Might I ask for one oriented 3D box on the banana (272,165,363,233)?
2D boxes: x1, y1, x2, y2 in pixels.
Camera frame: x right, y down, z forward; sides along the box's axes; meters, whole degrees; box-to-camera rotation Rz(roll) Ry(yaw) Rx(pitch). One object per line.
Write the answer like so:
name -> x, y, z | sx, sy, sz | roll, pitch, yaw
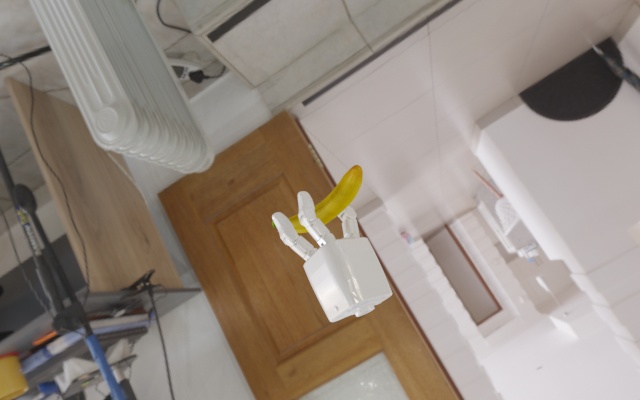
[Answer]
banana -> 0.009, 0.008, 0.812 | 0.198, 0.037, 0.069 | -35, -31, 27
